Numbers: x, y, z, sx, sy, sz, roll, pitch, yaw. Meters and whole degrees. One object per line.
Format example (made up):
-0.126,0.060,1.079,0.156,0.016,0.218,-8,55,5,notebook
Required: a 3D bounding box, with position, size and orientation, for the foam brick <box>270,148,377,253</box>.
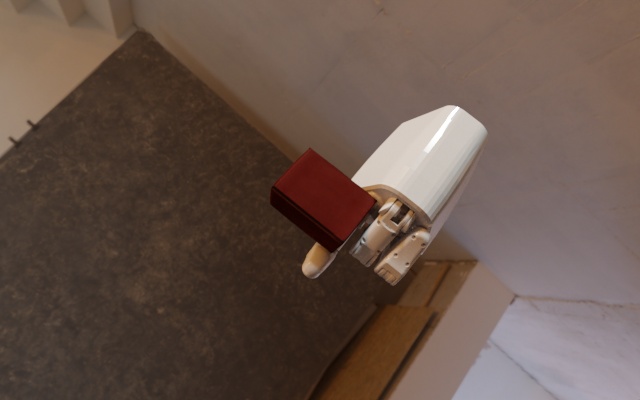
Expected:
0.000,0.001,0.428,0.078,0.051,0.053,39,-17,2,foam brick
